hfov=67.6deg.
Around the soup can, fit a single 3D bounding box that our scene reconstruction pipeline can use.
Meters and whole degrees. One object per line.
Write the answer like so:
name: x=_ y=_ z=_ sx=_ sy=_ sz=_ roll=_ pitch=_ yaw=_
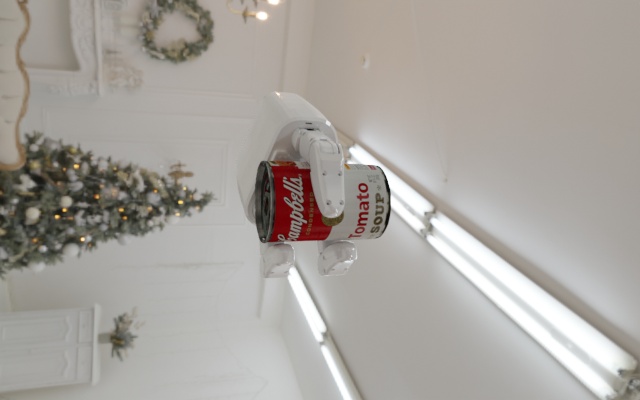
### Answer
soup can: x=0.001 y=0.001 z=0.406 sx=0.102 sy=0.068 sz=0.068 roll=0 pitch=0 yaw=-18
